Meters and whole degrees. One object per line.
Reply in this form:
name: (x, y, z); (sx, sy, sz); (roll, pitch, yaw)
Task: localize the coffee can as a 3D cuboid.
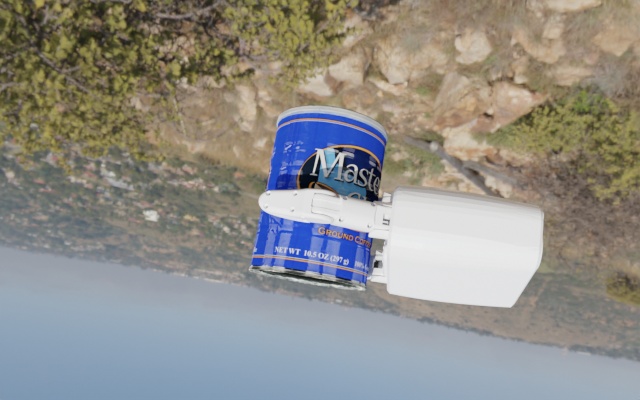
coffee can: (0.000, 0.001, 0.424); (0.103, 0.140, 0.103); (9, -13, 2)
